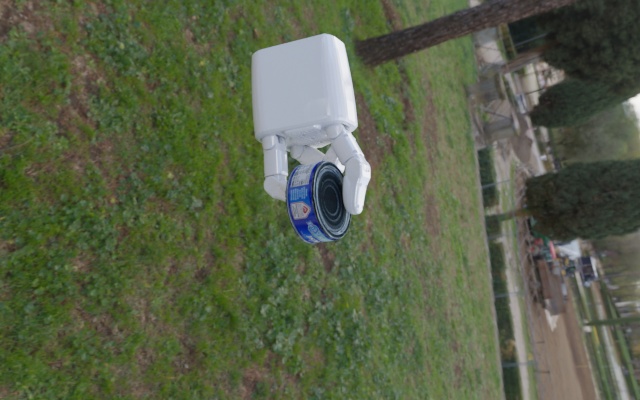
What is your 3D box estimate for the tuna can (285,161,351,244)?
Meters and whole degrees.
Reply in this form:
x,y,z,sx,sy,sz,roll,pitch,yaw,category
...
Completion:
x,y,z,sx,sy,sz,roll,pitch,yaw,category
0.001,0.002,0.507,0.034,0.086,0.086,-9,-5,29,tuna can
